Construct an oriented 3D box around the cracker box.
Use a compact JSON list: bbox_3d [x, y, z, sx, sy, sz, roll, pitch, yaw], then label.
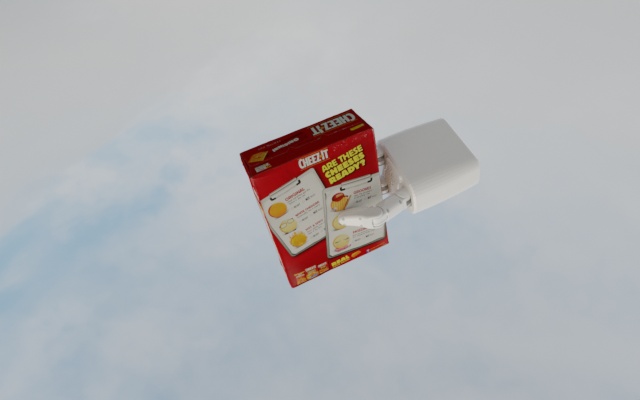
[{"bbox_3d":[0.000,0.002,0.660,0.164,0.214,0.072,-24,41,-10],"label":"cracker box"}]
